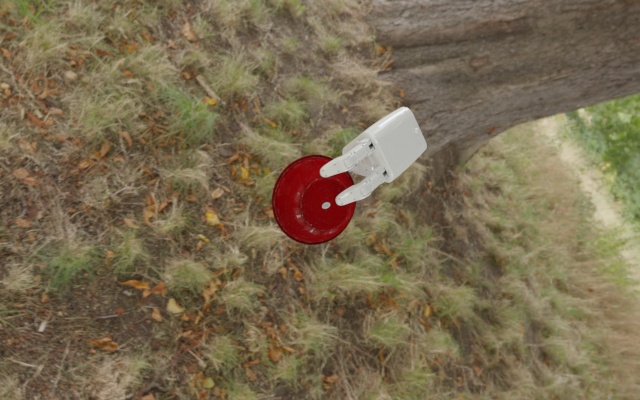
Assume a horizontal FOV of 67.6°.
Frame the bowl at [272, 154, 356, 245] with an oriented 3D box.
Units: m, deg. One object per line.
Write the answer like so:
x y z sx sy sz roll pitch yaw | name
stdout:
-0.001 0.004 0.823 0.162 0.162 0.055 0 7 -22 | bowl
